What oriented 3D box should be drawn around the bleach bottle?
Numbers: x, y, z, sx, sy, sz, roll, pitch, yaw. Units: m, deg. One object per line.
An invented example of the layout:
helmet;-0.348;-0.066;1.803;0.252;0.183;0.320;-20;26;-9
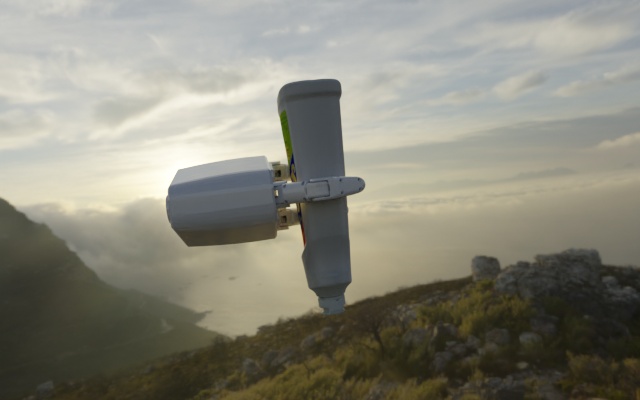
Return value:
bleach bottle;0.000;0.002;0.532;0.068;0.251;0.102;-7;0;-9
